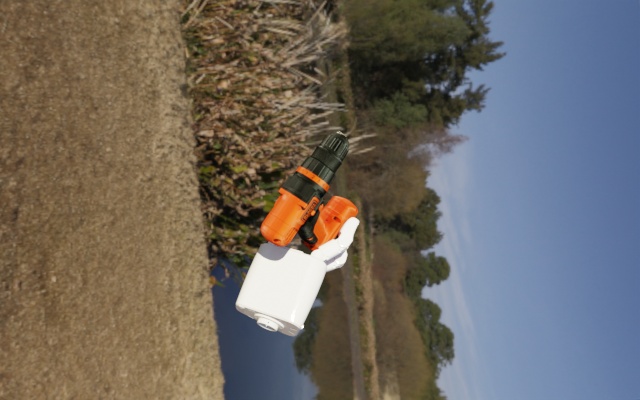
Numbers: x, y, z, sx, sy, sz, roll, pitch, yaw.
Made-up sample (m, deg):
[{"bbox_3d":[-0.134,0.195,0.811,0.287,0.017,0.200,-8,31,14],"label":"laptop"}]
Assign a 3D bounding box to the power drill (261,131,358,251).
[{"bbox_3d":[0.000,0.003,0.734,0.057,0.184,0.188,33,-6,26],"label":"power drill"}]
